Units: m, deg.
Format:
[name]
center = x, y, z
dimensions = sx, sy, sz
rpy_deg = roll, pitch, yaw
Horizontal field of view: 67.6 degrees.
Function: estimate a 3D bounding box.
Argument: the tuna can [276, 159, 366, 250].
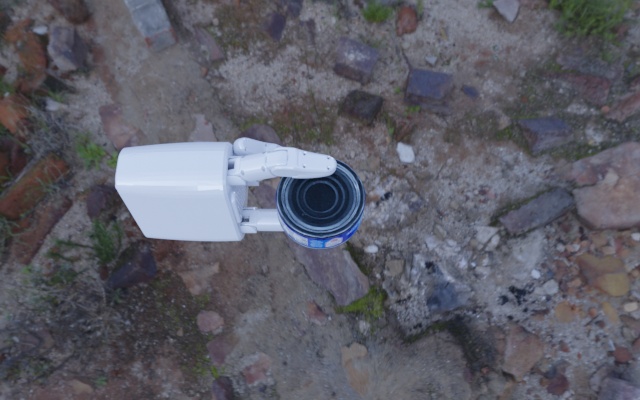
[tuna can]
center = 0.000, 0.001, 0.457
dimensions = 0.086, 0.086, 0.034
rpy_deg = 0, -23, -1
